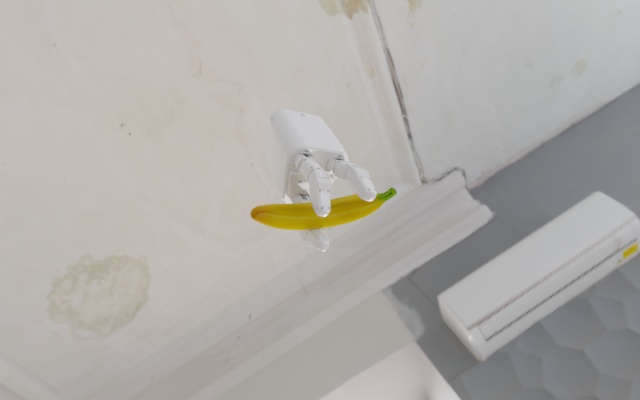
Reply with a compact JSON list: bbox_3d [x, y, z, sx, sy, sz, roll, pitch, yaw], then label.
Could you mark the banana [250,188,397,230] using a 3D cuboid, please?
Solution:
[{"bbox_3d":[0.002,0.012,0.653,0.198,0.037,0.070,-10,-32,-13],"label":"banana"}]
